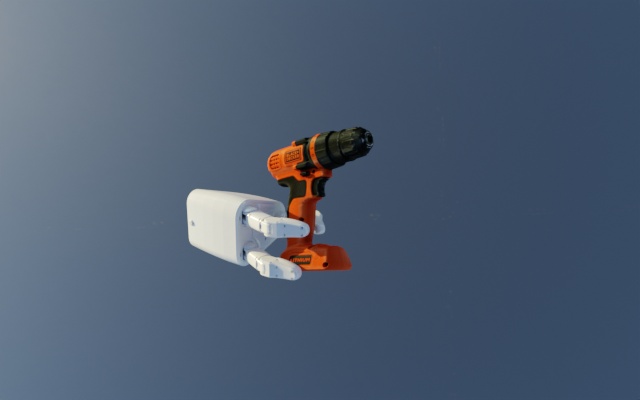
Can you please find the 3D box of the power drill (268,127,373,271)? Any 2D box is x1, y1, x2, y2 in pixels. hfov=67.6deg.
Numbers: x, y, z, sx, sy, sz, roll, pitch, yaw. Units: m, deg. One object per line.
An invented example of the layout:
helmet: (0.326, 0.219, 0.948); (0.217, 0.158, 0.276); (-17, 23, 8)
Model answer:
power drill: (0.000, 0.003, 0.651); (0.057, 0.187, 0.184); (8, -14, -43)
